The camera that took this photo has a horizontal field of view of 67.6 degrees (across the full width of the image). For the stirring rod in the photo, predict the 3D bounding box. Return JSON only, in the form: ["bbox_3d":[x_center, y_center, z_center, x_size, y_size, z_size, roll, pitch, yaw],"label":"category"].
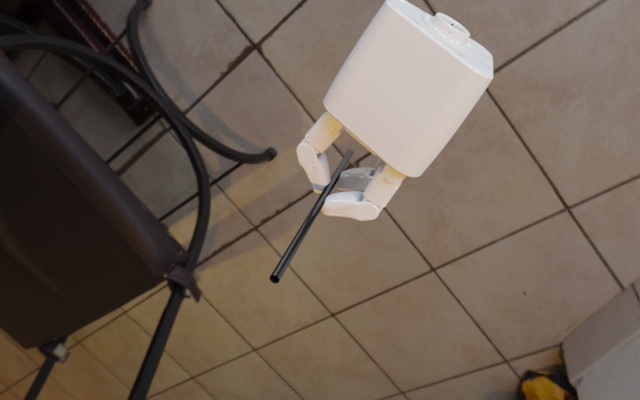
[{"bbox_3d":[0.000,0.001,0.461,0.011,0.011,0.239,0,29,20],"label":"stirring rod"}]
